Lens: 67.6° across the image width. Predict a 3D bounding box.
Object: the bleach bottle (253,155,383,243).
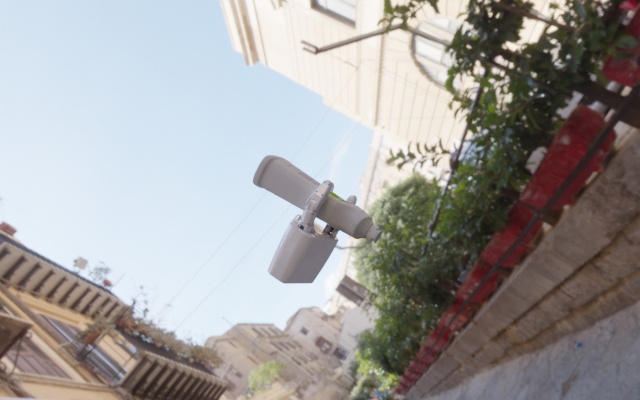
[{"bbox_3d":[0.000,0.003,0.890,0.251,0.068,0.102,32,12,18],"label":"bleach bottle"}]
